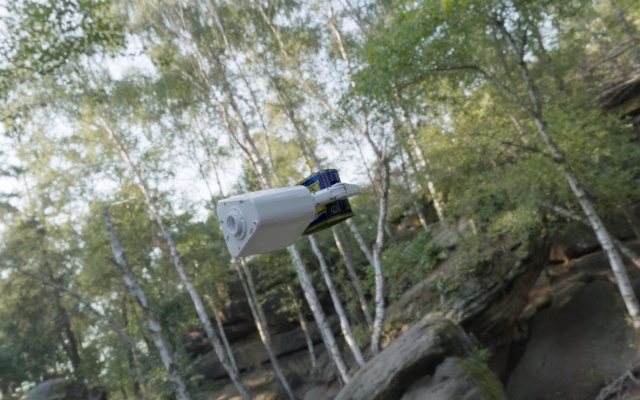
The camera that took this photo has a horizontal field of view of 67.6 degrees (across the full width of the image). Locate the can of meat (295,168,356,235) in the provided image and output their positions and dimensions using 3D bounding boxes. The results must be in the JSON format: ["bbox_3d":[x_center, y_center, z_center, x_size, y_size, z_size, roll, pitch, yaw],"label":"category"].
[{"bbox_3d":[0.000,0.002,0.794,0.057,0.084,0.102,-13,-11,-39],"label":"can of meat"}]
